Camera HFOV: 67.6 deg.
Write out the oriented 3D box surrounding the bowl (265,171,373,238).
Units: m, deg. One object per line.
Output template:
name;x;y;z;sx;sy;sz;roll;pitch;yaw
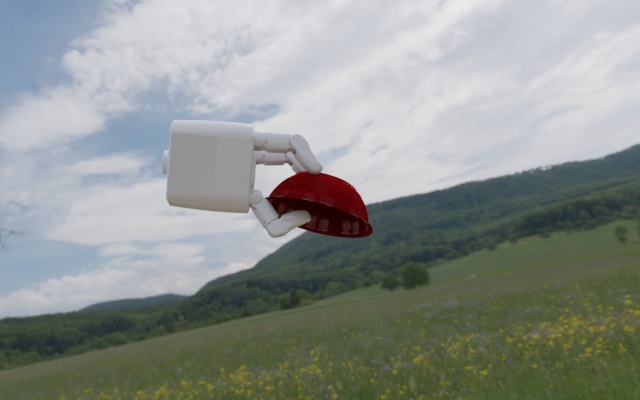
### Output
bowl;0.001;0.002;0.673;0.162;0.055;0.162;14;-17;4
